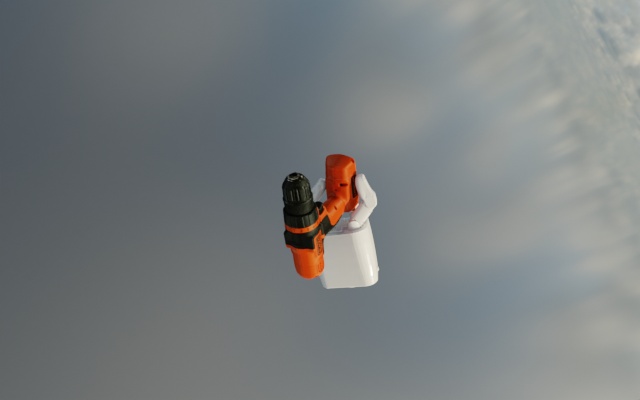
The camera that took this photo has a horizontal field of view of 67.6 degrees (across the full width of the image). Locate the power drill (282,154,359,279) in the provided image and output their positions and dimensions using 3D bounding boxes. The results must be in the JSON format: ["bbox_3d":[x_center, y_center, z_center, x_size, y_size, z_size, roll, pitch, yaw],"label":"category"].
[{"bbox_3d":[0.000,0.002,0.756,0.057,0.185,0.187,11,39,23],"label":"power drill"}]
